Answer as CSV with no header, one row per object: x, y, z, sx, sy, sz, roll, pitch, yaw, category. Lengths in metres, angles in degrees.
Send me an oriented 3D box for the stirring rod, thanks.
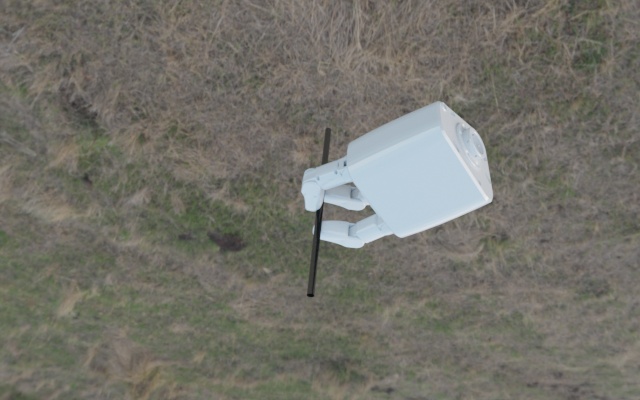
0.000,0.002,0.560,0.011,0.239,0.011,4,-37,3,stirring rod
